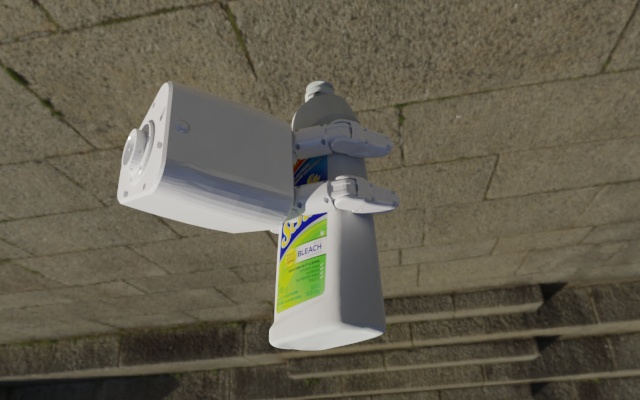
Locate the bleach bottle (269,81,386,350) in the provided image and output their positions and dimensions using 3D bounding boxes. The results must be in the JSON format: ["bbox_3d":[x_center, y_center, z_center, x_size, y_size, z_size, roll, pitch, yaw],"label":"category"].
[{"bbox_3d":[0.000,0.001,0.442,0.068,0.250,0.102,18,-33,-37],"label":"bleach bottle"}]
